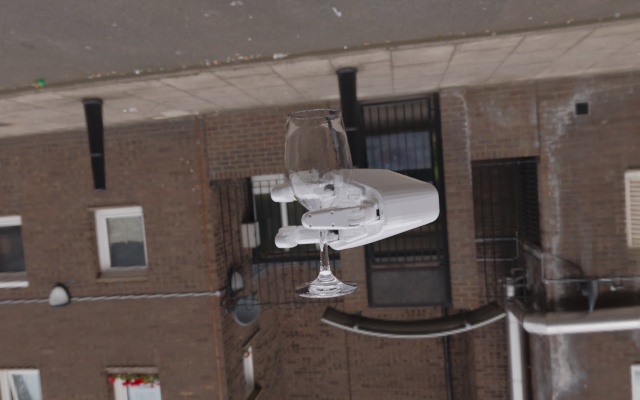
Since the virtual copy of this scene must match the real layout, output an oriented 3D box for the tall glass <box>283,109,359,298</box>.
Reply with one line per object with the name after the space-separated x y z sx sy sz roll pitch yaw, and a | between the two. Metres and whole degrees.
0.000 0.002 0.540 0.079 0.201 0.079 -4 4 0 | tall glass
